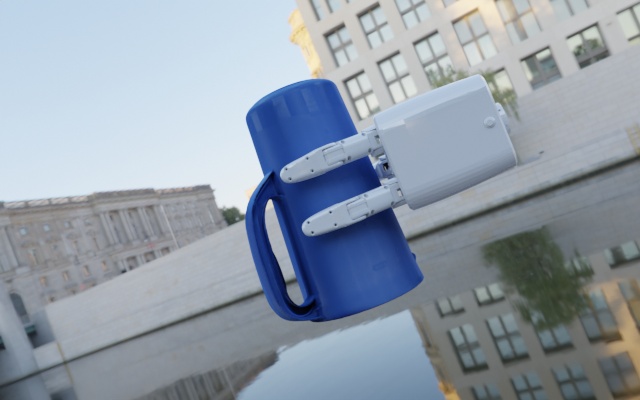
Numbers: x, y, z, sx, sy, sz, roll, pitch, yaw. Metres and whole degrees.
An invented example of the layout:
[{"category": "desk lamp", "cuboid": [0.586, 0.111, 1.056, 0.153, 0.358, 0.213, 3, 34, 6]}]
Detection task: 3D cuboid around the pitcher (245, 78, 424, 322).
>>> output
[{"category": "pitcher", "cuboid": [0.000, 0.002, 0.515, 0.145, 0.243, 0.149, -22, -2, 13]}]
